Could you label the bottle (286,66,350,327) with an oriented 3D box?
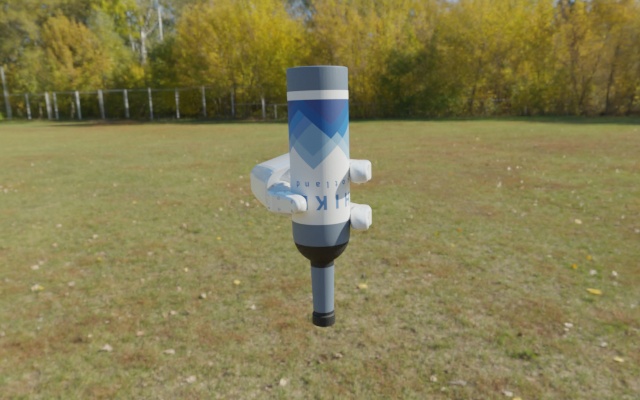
[{"bbox_3d":[0.000,0.002,0.544,0.069,0.296,0.069,-2,11,0],"label":"bottle"}]
